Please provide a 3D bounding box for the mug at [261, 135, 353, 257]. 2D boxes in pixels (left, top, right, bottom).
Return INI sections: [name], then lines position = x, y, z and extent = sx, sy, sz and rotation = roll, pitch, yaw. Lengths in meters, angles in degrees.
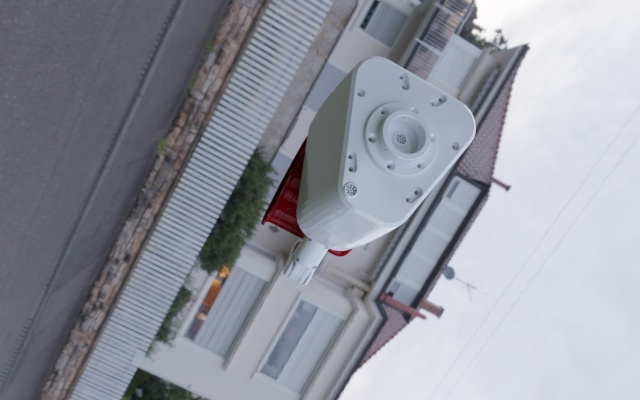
[mug]
position = 0.000, 0.002, 0.450
extent = 0.081, 0.093, 0.117
rotation = 28, -16, -7
